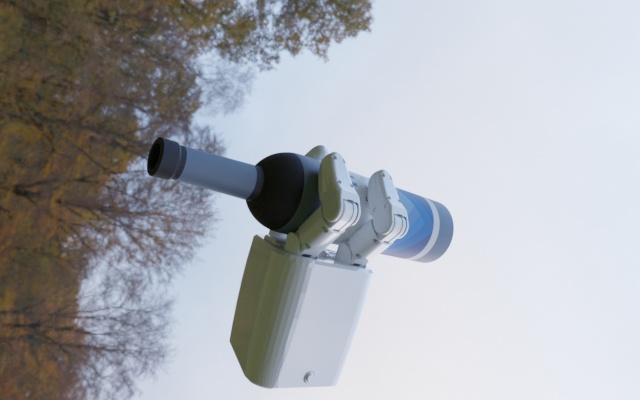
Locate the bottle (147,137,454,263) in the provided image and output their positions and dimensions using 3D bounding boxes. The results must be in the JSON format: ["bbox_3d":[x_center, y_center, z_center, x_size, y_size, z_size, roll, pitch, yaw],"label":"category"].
[{"bbox_3d":[0.000,0.001,0.412,0.296,0.069,0.069,16,-10,-38],"label":"bottle"}]
